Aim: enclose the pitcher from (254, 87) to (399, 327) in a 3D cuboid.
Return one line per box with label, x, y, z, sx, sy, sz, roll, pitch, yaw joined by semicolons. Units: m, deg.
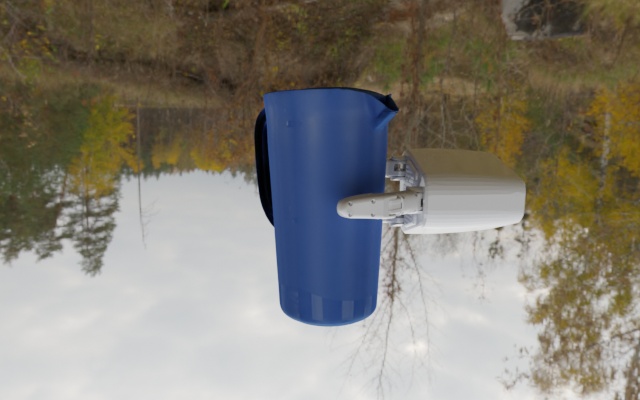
pitcher;0.000;0.002;0.520;0.145;0.243;0.149;-1;8;-6
